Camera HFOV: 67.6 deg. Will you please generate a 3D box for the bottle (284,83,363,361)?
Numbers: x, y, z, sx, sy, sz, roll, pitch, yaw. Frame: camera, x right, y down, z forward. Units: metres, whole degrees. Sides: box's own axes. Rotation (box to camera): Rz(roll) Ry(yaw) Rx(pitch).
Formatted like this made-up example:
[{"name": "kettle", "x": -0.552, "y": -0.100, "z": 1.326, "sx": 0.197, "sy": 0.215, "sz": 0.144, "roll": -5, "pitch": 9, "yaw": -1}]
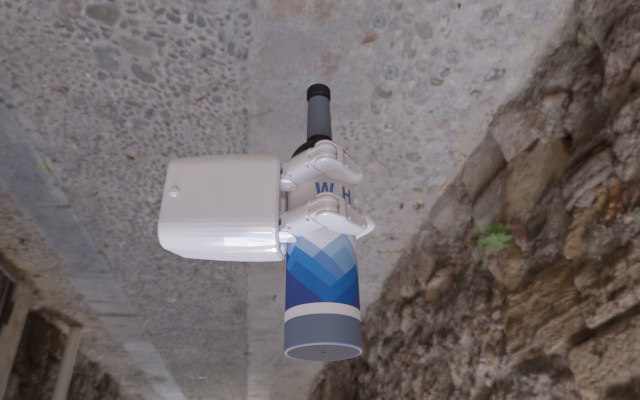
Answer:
[{"name": "bottle", "x": 0.000, "y": 0.002, "z": 0.476, "sx": 0.069, "sy": 0.295, "sz": 0.069, "roll": -1, "pitch": -30, "yaw": 0}]
